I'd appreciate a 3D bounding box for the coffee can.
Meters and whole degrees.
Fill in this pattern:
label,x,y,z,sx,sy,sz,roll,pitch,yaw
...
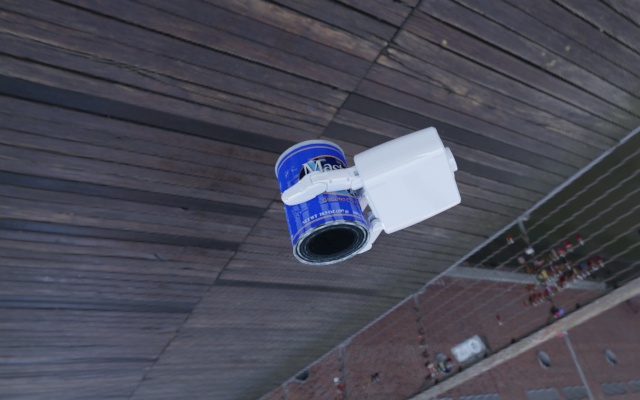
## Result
label,x,y,z,sx,sy,sz,roll,pitch,yaw
coffee can,0.000,0.002,0.654,0.103,0.140,0.103,-10,-35,-7
